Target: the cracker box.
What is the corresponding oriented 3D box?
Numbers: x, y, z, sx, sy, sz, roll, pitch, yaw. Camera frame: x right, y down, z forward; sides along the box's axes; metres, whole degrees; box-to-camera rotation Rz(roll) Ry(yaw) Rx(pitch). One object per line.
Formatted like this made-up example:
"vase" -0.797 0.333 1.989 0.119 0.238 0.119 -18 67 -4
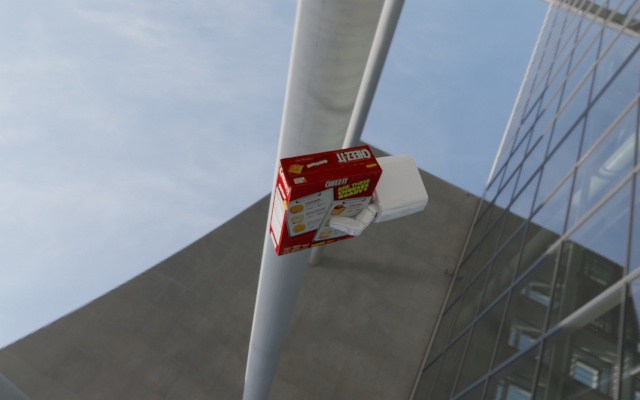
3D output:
"cracker box" 0.000 0.003 0.858 0.164 0.072 0.214 -12 -33 -20
